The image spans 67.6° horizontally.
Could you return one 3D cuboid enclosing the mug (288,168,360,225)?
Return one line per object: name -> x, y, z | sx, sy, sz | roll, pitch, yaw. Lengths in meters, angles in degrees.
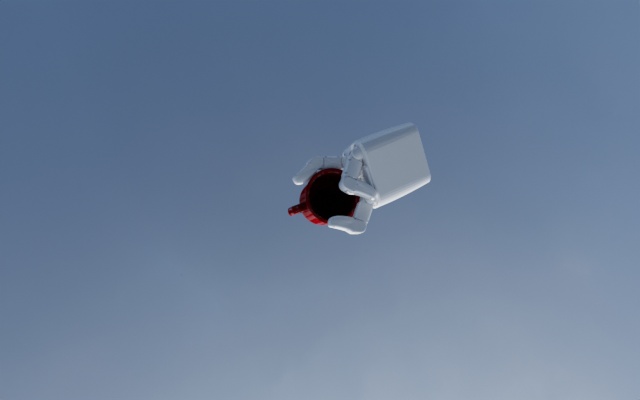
mug -> -0.001, 0.003, 0.806 | 0.117, 0.093, 0.081 | -22, -2, -17
